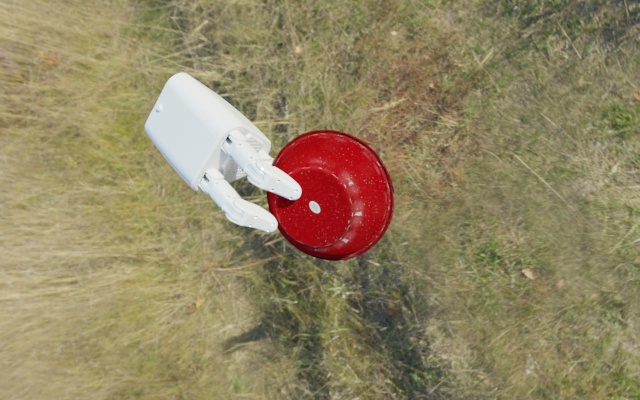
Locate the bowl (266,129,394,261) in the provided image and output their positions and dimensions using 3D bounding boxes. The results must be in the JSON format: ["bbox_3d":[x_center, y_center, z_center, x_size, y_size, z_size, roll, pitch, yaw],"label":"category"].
[{"bbox_3d":[0.001,0.002,0.548,0.162,0.162,0.055,0,14,20],"label":"bowl"}]
